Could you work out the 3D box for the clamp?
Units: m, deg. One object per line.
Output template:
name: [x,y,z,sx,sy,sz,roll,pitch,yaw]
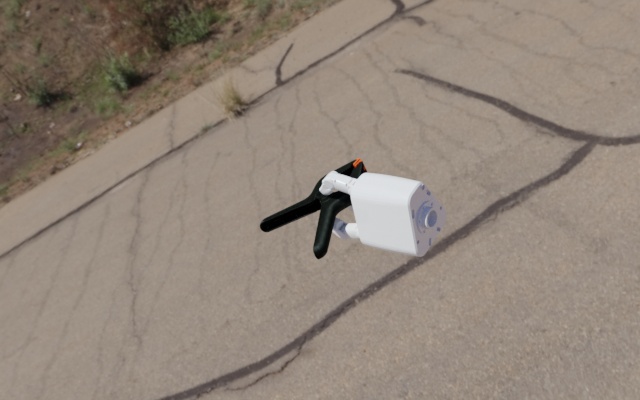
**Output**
clamp: [0.000,0.002,0.824,0.164,0.036,0.210,13,53,42]
